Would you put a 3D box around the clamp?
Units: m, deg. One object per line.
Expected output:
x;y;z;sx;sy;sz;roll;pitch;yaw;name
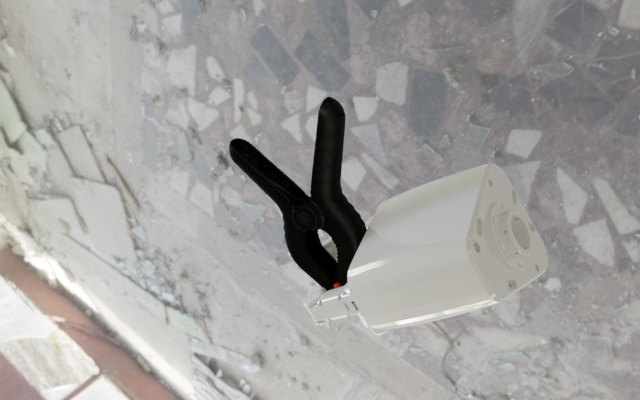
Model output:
0.000;0.002;0.402;0.120;0.171;0.039;-26;7;43;clamp
